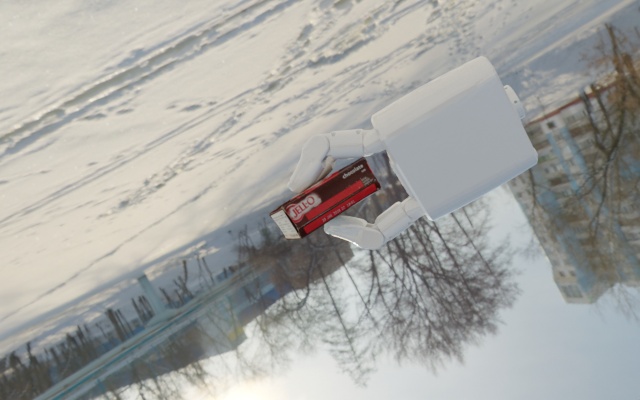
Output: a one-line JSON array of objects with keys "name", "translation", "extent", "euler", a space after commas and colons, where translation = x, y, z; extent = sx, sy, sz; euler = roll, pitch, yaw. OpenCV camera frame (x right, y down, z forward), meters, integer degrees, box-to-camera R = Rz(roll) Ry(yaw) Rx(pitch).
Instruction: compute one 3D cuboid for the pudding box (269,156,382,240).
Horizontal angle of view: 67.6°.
[{"name": "pudding box", "translation": [0.000, 0.002, 0.473], "extent": [0.090, 0.039, 0.113], "euler": [-31, 0, -13]}]
